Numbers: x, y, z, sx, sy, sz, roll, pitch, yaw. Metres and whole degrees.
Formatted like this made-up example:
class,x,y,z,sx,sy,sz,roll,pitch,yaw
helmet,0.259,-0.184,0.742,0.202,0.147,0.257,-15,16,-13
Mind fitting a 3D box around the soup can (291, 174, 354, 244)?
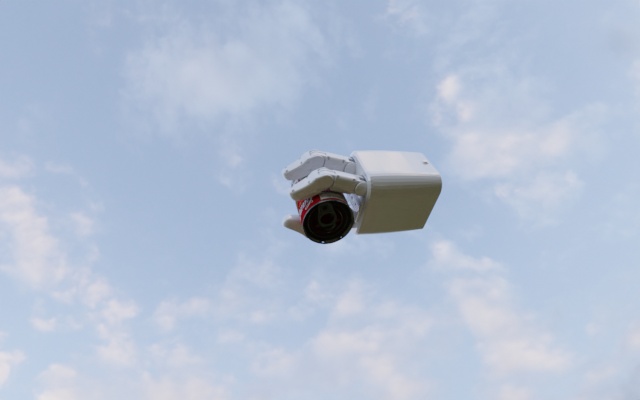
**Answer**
class,x,y,z,sx,sy,sz,roll,pitch,yaw
soup can,0.000,0.002,0.651,0.068,0.068,0.102,0,32,-14
